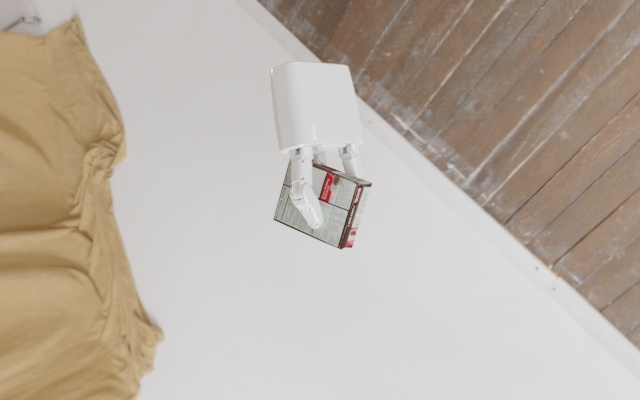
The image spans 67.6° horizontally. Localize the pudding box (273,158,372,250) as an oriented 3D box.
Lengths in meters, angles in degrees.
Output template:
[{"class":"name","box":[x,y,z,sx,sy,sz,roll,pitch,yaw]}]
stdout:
[{"class":"pudding box","box":[0.000,0.002,0.619,0.113,0.090,0.039,23,13,31]}]
